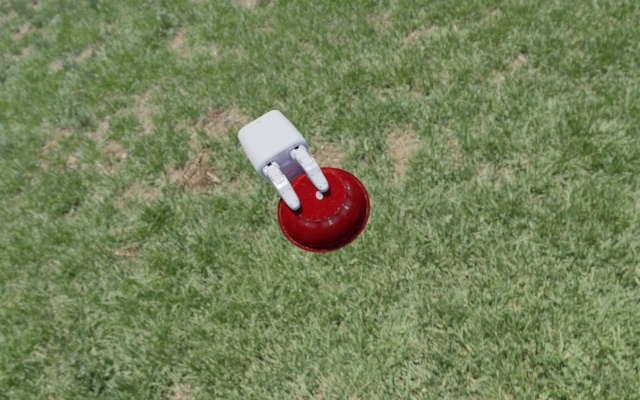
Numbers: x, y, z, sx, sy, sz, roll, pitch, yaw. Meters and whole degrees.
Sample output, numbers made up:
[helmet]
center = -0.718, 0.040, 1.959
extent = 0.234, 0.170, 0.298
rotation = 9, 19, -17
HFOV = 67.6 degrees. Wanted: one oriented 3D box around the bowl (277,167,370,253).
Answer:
[bowl]
center = 0.001, 0.003, 0.794
extent = 0.162, 0.162, 0.055
rotation = 0, -25, 11
